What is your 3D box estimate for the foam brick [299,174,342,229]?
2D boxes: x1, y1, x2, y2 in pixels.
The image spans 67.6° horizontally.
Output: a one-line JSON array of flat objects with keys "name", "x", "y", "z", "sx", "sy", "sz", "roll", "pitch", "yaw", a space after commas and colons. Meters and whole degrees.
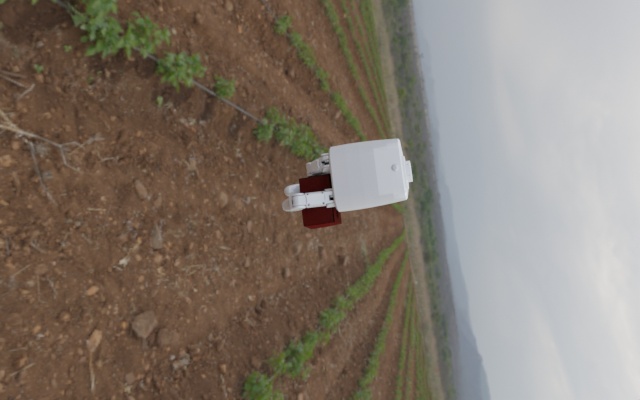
[{"name": "foam brick", "x": 0.000, "y": 0.003, "z": 0.752, "sx": 0.051, "sy": 0.078, "sz": 0.053, "roll": -8, "pitch": -7, "yaw": 13}]
